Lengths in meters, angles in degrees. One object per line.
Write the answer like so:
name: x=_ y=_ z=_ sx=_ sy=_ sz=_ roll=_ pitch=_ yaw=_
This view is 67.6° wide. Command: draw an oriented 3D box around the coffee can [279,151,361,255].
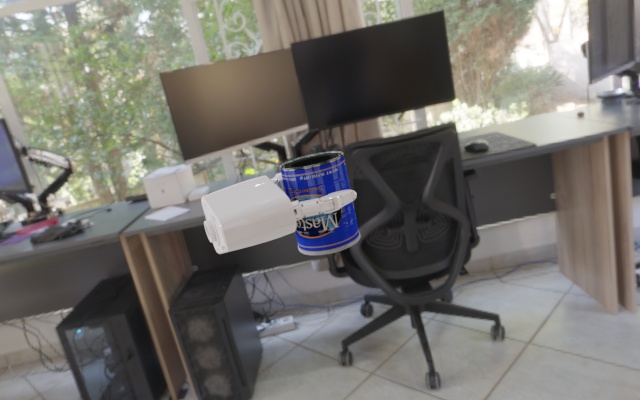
coffee can: x=0.000 y=0.003 z=0.756 sx=0.103 sy=0.140 sz=0.102 roll=-12 pitch=14 yaw=3
